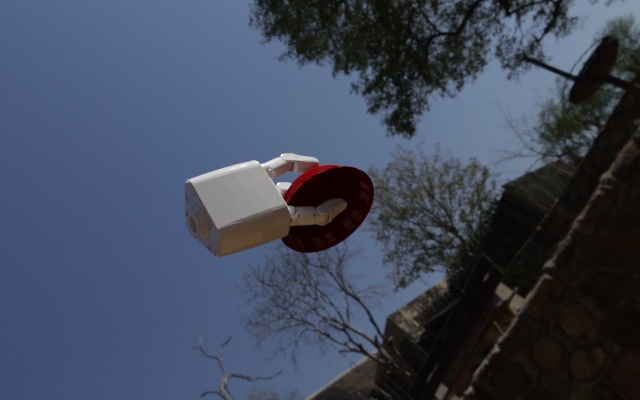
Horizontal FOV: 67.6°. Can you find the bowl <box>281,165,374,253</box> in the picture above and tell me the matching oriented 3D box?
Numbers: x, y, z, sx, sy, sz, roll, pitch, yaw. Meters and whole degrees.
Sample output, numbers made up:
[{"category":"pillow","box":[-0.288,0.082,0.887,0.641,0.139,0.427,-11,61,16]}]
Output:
[{"category":"bowl","box":[0.001,0.002,0.730,0.162,0.162,0.055,0,36,-34]}]
